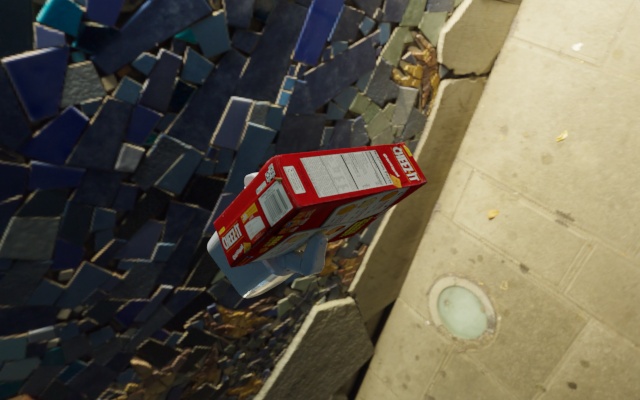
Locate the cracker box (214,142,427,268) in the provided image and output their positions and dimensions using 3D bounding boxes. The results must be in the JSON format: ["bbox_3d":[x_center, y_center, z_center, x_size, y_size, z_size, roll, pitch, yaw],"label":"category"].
[{"bbox_3d":[0.000,0.002,0.591,0.213,0.072,0.164,-11,-21,-41],"label":"cracker box"}]
